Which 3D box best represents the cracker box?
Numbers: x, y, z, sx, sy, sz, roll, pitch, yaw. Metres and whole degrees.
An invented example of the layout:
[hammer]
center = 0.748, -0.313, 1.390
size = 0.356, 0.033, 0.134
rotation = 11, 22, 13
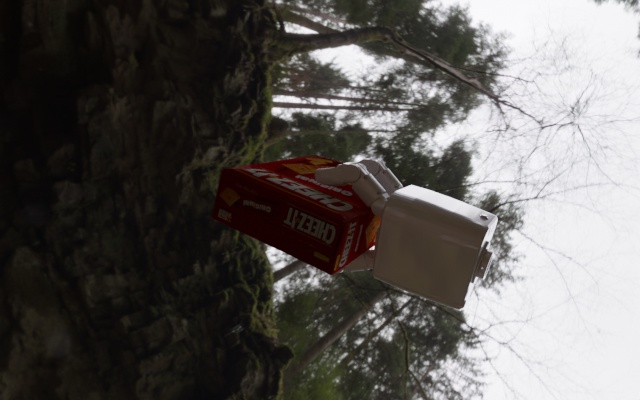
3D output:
[cracker box]
center = 0.000, 0.002, 0.597
size = 0.164, 0.072, 0.213
rotation = 22, 18, 23
